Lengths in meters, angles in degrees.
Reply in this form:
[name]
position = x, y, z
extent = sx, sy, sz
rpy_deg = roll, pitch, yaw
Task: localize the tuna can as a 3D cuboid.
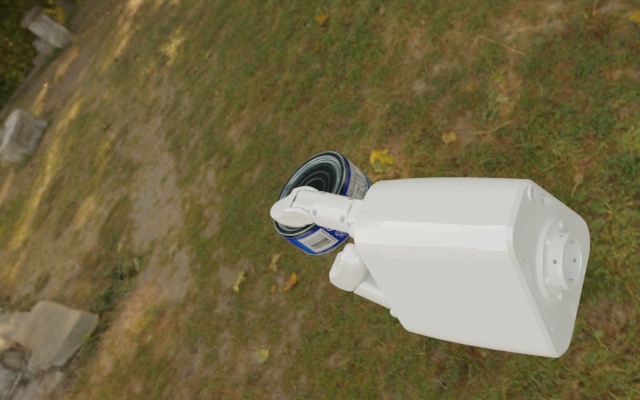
[tuna can]
position = 0.000, 0.001, 0.405
extent = 0.034, 0.086, 0.086
rpy_deg = 37, -22, -33
